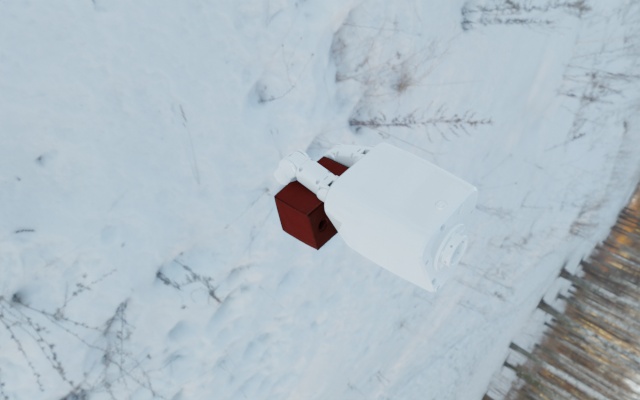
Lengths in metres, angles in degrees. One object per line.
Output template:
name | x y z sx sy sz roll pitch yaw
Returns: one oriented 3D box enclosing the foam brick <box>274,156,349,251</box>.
foam brick | 0.000 0.002 0.492 0.051 0.053 0.078 30 58 34
